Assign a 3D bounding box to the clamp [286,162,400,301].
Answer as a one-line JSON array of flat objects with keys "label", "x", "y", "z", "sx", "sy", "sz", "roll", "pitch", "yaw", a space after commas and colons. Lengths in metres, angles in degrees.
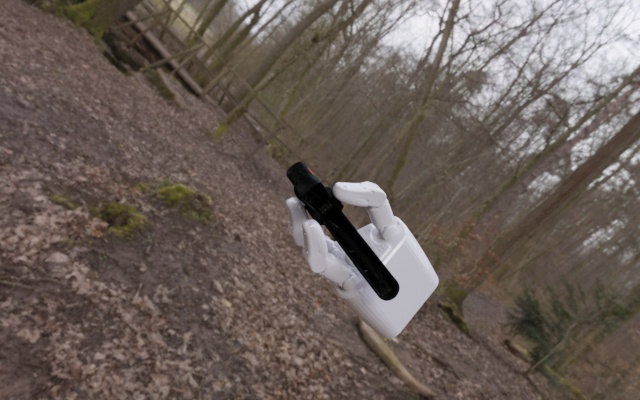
[{"label": "clamp", "x": 0.001, "y": 0.001, "z": 0.522, "sx": 0.036, "sy": 0.165, "sz": 0.210, "roll": -37, "pitch": 34, "yaw": 0}]
